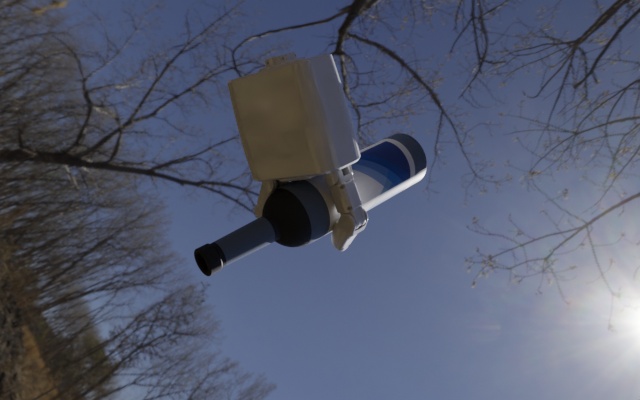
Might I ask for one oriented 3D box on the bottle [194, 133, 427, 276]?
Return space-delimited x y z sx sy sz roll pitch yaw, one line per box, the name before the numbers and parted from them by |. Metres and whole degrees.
bottle | 0.000 0.002 0.513 0.295 0.069 0.069 -27 17 -36
